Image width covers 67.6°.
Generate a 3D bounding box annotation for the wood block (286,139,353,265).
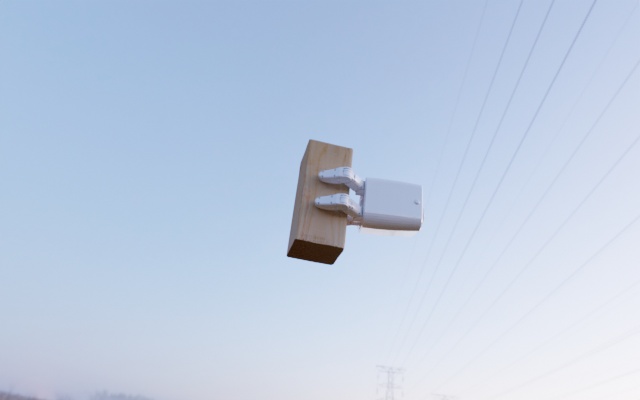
[{"bbox_3d":[0.000,0.003,0.887,0.090,0.206,0.091,12,-29,-8],"label":"wood block"}]
